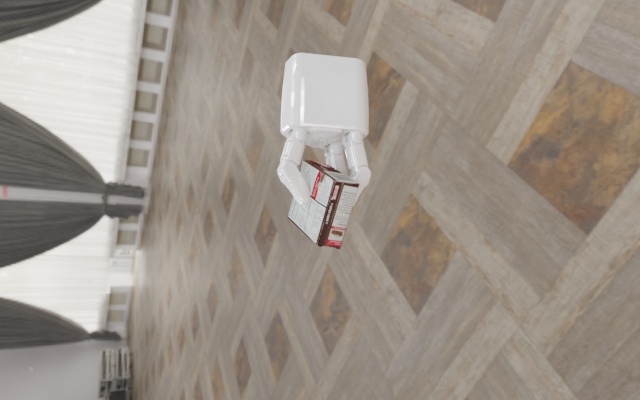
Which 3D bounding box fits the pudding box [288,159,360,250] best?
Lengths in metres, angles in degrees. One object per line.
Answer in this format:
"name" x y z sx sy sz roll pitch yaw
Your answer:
"pudding box" 0.000 0.002 0.634 0.039 0.090 0.113 9 14 -25
